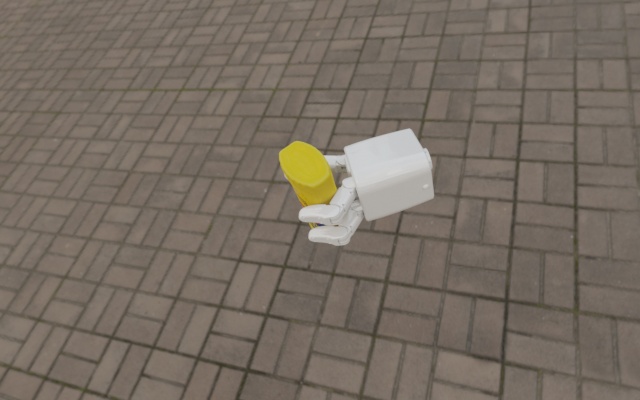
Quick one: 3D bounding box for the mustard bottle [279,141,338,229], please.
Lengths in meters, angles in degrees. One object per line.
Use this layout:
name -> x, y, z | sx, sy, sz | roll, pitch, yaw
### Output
mustard bottle -> 0.000, 0.002, 0.724 | 0.096, 0.058, 0.192 | 45, -13, 37
